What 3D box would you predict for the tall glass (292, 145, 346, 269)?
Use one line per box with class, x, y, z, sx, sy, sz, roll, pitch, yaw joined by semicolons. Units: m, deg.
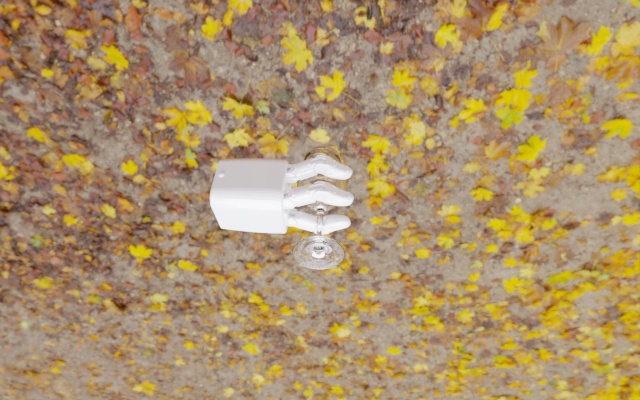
tall glass;0.000;0.003;0.736;0.079;0.200;0.079;2;-43;1
